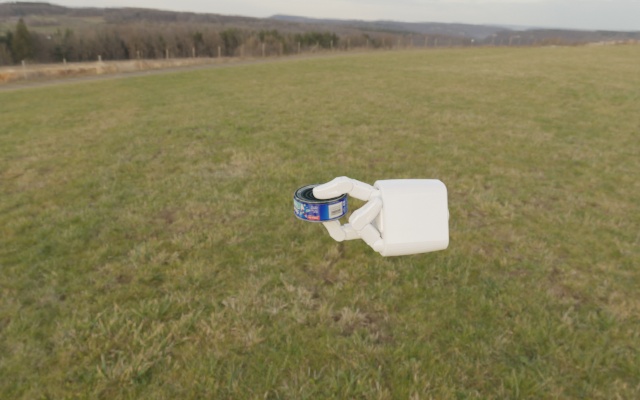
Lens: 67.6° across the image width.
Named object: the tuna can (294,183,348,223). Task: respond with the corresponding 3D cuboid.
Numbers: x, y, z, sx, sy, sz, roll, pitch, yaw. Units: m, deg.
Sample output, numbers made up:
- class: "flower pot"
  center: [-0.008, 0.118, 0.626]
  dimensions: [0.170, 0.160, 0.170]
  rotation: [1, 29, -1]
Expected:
- class: "tuna can"
  center: [0.000, 0.002, 0.758]
  dimensions: [0.086, 0.034, 0.086]
  rotation: [-2, 23, 1]
